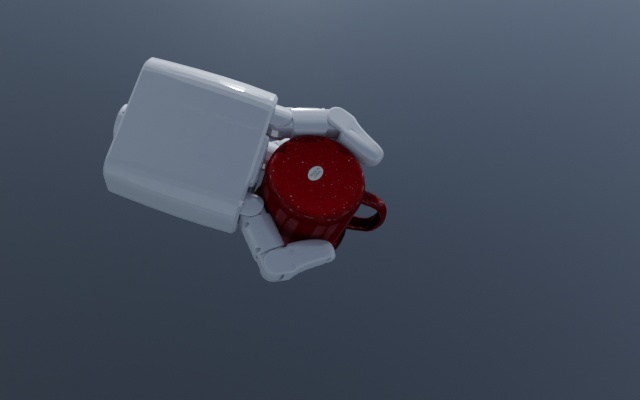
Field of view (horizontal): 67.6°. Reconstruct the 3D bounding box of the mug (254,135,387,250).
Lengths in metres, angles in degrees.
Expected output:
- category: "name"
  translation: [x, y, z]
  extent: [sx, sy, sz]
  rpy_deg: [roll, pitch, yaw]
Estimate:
- category: "mug"
  translation: [0.001, 0.002, 0.409]
  extent: [0.117, 0.093, 0.081]
  rpy_deg: [17, -29, -7]
